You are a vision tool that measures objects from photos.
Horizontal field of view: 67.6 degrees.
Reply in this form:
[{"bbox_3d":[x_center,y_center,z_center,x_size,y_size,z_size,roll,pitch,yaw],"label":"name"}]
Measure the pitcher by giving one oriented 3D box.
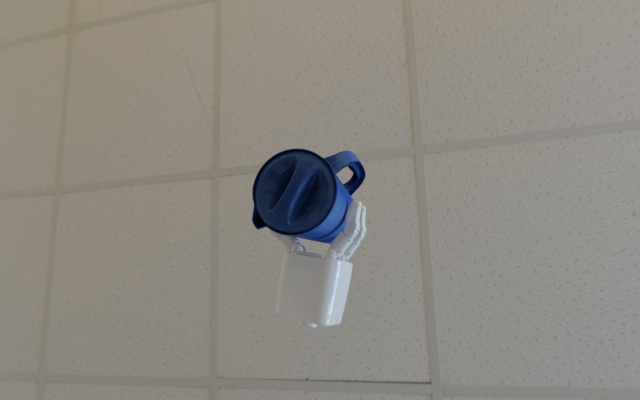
[{"bbox_3d":[0.000,0.003,0.813,0.149,0.145,0.243,7,-9,18],"label":"pitcher"}]
